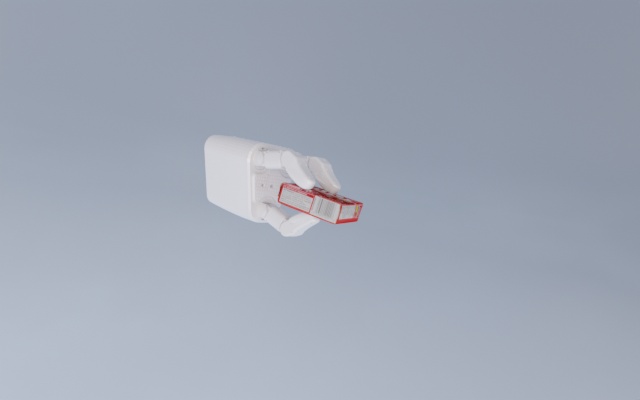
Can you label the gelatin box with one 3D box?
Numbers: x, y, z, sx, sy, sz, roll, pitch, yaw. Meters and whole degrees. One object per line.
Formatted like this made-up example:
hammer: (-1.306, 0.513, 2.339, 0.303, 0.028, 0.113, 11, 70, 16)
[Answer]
gelatin box: (0.000, 0.003, 0.617, 0.089, 0.030, 0.073, 20, 9, 24)
